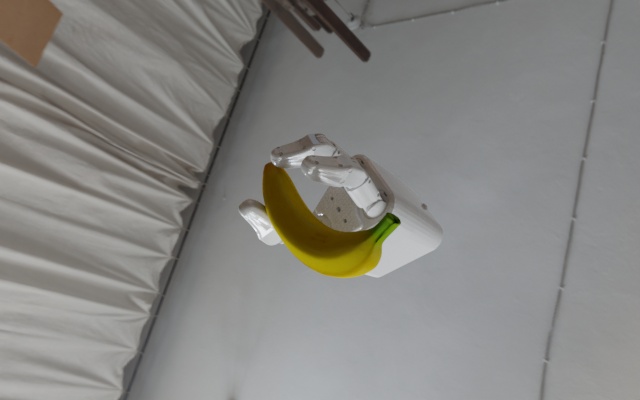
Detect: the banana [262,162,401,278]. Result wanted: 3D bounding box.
[{"bbox_3d":[-0.006,0.019,0.413,0.037,0.069,0.197,25,1,-38],"label":"banana"}]
